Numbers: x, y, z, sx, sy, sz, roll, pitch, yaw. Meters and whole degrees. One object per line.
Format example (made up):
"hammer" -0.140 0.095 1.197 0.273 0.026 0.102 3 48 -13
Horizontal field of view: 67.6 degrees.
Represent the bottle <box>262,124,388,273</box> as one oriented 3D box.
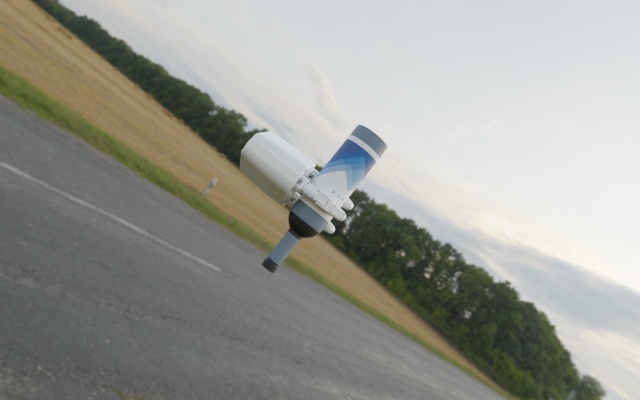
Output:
"bottle" 0.000 0.003 0.830 0.069 0.295 0.069 38 -2 2
